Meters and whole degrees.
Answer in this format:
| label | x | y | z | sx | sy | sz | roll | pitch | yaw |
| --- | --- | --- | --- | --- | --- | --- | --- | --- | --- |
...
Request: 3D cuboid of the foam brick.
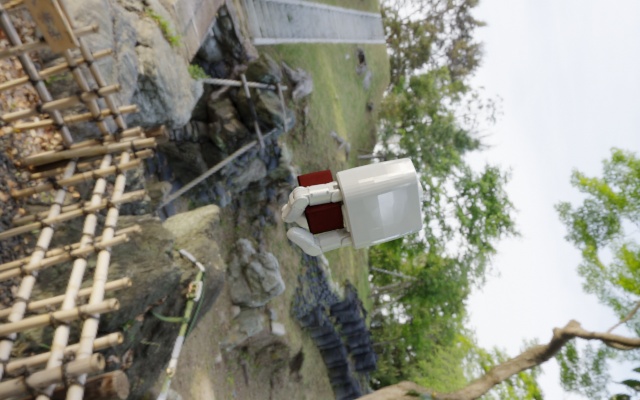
| label | x | y | z | sx | sy | sz | roll | pitch | yaw |
| --- | --- | --- | --- | --- | --- | --- | --- | --- | --- |
| foam brick | 0.000 | 0.002 | 0.700 | 0.051 | 0.078 | 0.053 | -14 | -41 | 0 |
